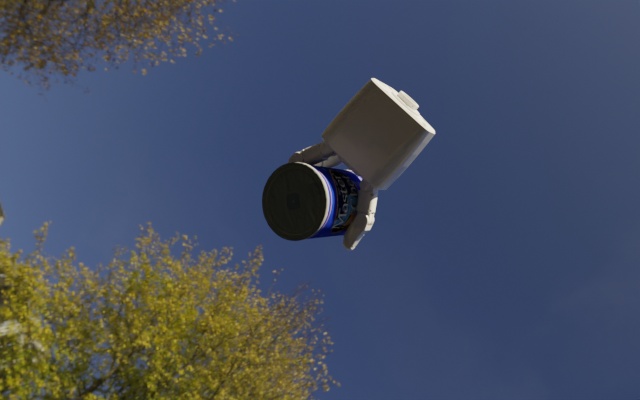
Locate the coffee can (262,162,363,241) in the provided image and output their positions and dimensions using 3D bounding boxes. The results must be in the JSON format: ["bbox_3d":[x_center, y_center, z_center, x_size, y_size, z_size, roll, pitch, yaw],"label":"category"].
[{"bbox_3d":[0.000,0.002,0.678,0.103,0.103,0.140,0,-1,31],"label":"coffee can"}]
